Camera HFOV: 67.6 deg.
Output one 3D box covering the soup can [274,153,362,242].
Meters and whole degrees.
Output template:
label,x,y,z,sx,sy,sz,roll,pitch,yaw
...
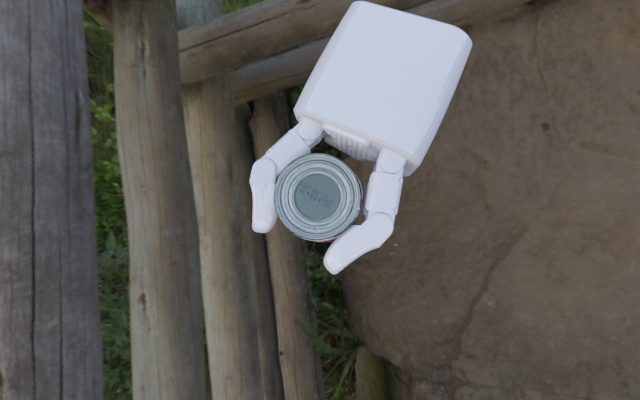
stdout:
label,x,y,z,sx,sy,sz,roll,pitch,yaw
soup can,0.000,0.002,0.403,0.068,0.068,0.102,0,-5,2
